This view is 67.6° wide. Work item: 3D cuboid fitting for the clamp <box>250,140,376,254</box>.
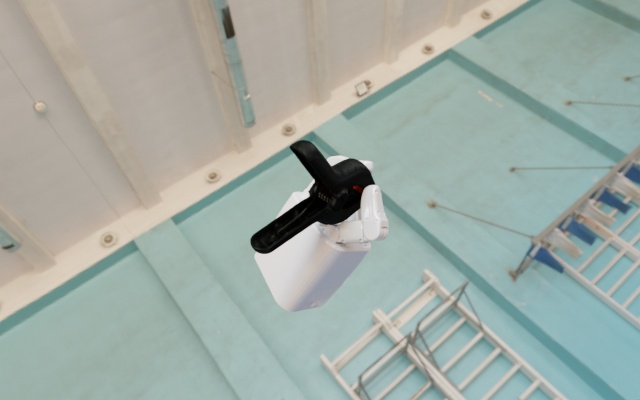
[{"bbox_3d":[0.000,0.001,0.497,0.039,0.120,0.171,46,21,28],"label":"clamp"}]
